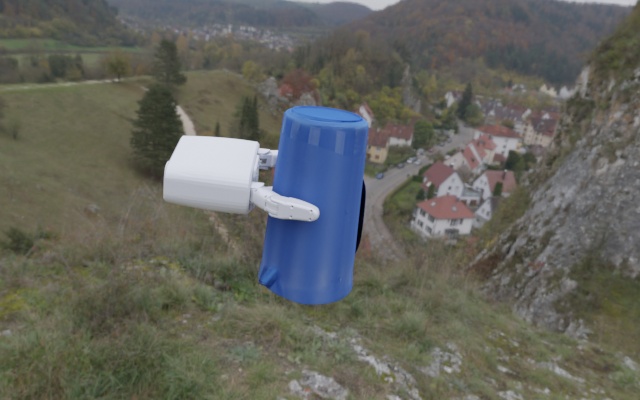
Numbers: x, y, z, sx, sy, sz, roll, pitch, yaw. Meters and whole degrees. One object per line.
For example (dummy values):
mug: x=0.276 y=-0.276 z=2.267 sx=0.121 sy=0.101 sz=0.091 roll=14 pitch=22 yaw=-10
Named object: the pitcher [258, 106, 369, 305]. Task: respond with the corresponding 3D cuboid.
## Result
pitcher: x=0.000 y=0.002 z=0.643 sx=0.145 sy=0.243 sz=0.149 roll=7 pitch=20 yaw=-3
